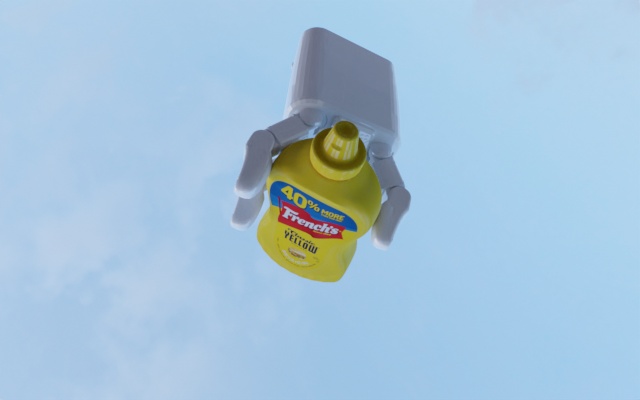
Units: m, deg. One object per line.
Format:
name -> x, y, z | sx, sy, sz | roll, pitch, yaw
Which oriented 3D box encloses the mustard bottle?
mustard bottle -> 0.000, 0.002, 0.406 | 0.096, 0.058, 0.192 | 29, -34, 6
